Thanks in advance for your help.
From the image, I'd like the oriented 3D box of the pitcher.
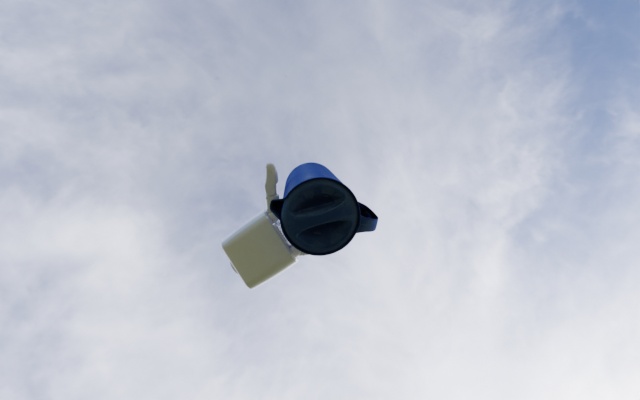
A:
[{"bbox_3d":[0.000,0.003,0.888,0.145,0.149,0.242,-34,14,4],"label":"pitcher"}]
